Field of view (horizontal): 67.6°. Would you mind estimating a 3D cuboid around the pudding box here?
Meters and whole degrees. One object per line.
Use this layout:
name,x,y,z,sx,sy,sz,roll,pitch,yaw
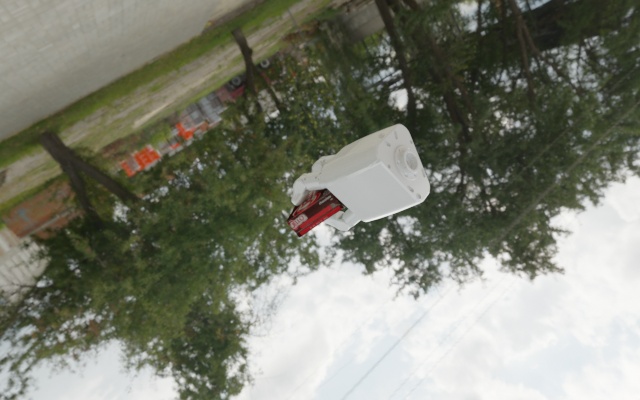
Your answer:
pudding box,0.000,0.003,0.755,0.090,0.039,0.113,-34,10,19
